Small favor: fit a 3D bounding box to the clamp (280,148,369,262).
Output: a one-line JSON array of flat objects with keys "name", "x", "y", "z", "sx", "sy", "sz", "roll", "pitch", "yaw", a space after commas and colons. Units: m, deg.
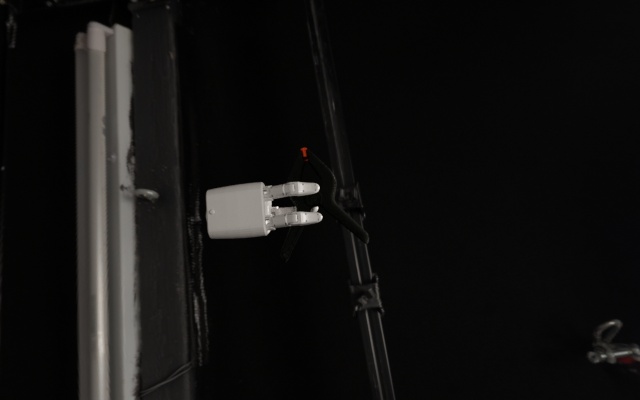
[{"name": "clamp", "x": 0.000, "y": 0.003, "z": 0.892, "sx": 0.164, "sy": 0.210, "sz": 0.036, "roll": -5, "pitch": -12, "yaw": 0}]
